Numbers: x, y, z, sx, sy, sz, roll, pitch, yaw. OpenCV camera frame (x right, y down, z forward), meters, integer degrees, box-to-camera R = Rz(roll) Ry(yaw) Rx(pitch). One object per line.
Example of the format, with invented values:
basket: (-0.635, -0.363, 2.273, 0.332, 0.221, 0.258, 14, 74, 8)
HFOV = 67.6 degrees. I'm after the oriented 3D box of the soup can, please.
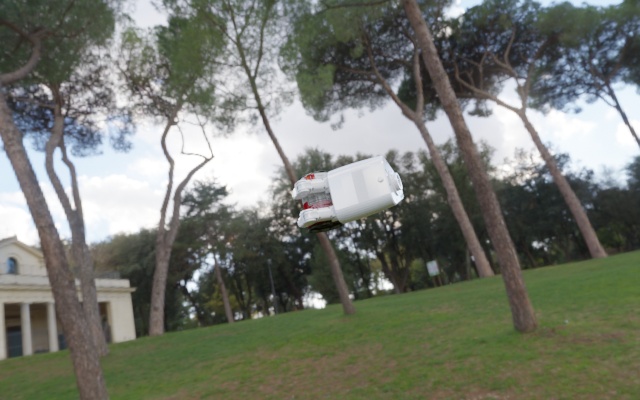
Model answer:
soup can: (0.000, 0.003, 0.898, 0.068, 0.102, 0.068, -12, -15, -3)
